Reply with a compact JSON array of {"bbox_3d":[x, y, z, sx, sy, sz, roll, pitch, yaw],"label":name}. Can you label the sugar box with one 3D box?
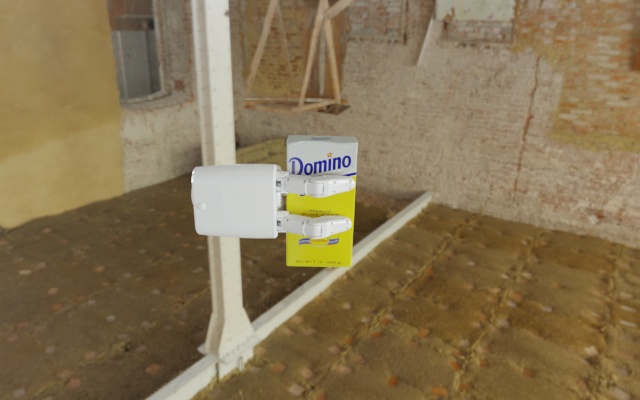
[{"bbox_3d":[0.000,0.002,0.647,0.093,0.176,0.048,0,20,-1],"label":"sugar box"}]
